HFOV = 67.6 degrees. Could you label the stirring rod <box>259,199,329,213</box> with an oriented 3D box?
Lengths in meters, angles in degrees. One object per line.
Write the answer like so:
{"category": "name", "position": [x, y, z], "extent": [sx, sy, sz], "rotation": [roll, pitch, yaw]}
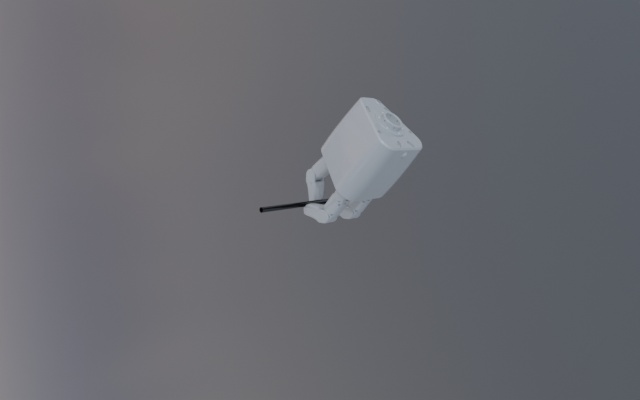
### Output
{"category": "stirring rod", "position": [0.000, 0.002, 0.769], "extent": [0.239, 0.011, 0.011], "rotation": [-7, 5, -44]}
